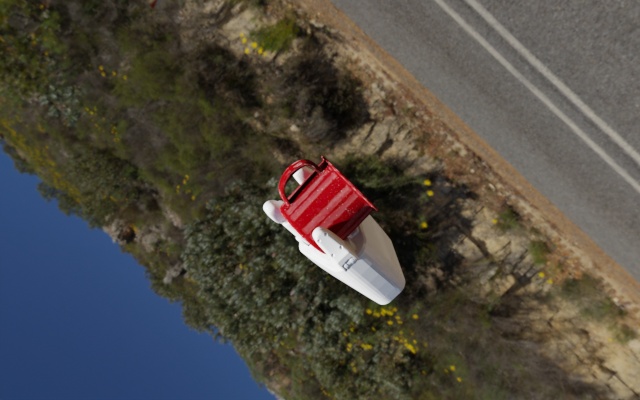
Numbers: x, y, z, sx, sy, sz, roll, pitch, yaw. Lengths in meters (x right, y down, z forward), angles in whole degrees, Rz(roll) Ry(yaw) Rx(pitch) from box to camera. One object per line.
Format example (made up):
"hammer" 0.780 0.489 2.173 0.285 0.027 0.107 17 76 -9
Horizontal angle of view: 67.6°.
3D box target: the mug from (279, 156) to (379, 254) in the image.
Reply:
"mug" -0.001 0.001 0.552 0.117 0.081 0.093 42 4 -34
